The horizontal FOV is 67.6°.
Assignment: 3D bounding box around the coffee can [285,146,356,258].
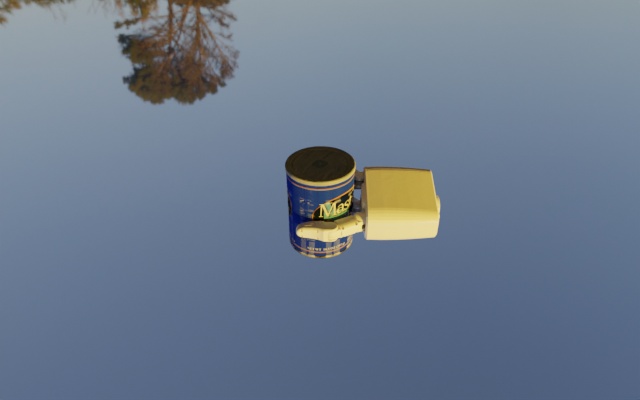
[{"bbox_3d":[0.000,0.002,0.732,0.103,0.140,0.102,0,36,0],"label":"coffee can"}]
